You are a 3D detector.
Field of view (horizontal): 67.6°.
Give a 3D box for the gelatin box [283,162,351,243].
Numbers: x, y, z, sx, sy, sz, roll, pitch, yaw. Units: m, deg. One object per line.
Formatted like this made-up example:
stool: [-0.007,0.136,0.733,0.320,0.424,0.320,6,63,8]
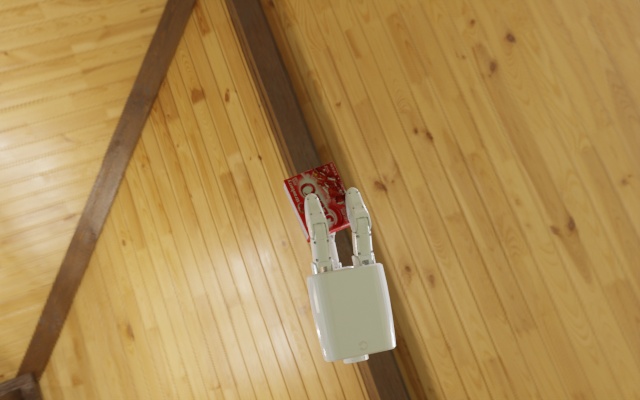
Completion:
gelatin box: [0.000,0.002,0.639,0.073,0.089,0.030,-22,-12,-12]
